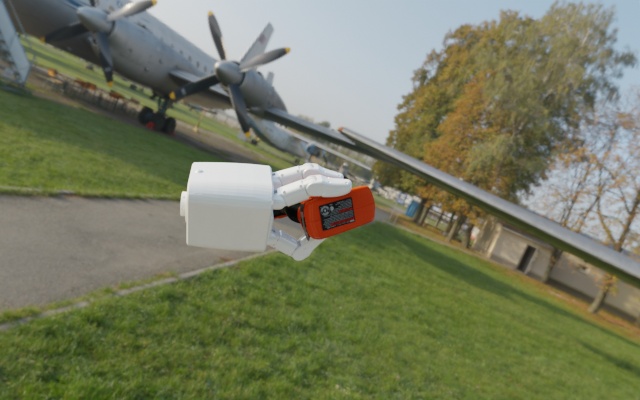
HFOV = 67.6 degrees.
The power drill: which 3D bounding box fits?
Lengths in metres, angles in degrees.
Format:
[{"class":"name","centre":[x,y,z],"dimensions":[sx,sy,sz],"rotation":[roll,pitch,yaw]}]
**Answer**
[{"class":"power drill","centre":[0.000,0.002,0.716],"dimensions":[0.184,0.057,0.187],"rotation":[-18,13,-25]}]
